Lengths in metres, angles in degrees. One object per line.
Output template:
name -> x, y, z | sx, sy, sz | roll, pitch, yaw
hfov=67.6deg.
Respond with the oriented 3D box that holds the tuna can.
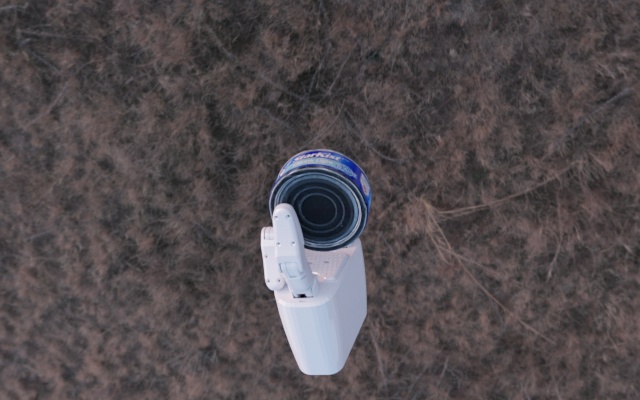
tuna can -> 0.000, 0.002, 0.409 | 0.086, 0.086, 0.033 | 0, 30, 11
